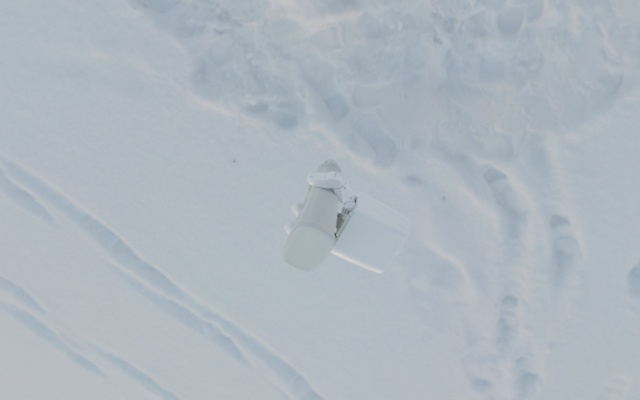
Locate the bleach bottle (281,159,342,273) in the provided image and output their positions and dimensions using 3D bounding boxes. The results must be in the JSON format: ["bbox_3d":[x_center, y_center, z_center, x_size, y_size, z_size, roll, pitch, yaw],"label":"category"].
[{"bbox_3d":[0.000,0.003,0.828,0.068,0.103,0.250,25,39,-7],"label":"bleach bottle"}]
